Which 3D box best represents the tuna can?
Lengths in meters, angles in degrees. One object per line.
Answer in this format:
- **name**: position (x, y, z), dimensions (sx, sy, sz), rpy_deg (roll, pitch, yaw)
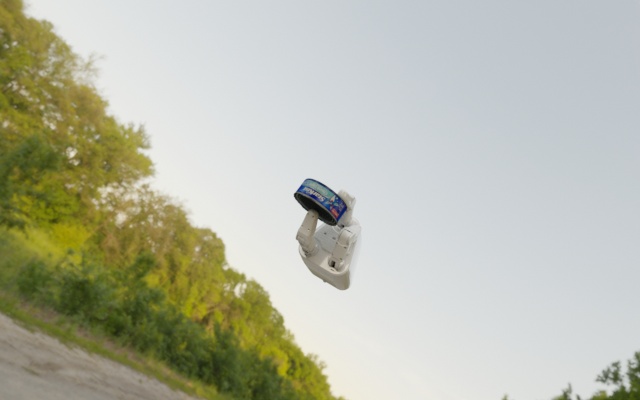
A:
- **tuna can**: position (0.000, 0.002, 0.767), dimensions (0.086, 0.033, 0.086), rpy_deg (34, -15, 10)
